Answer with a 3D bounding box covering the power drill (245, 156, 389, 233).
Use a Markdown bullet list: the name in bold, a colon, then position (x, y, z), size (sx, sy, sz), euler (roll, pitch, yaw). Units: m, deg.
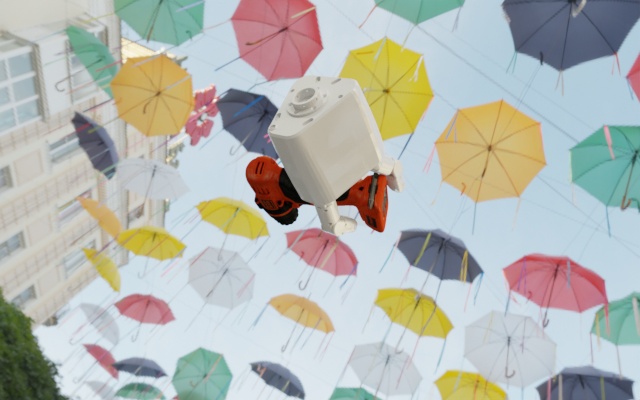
- **power drill**: position (0.001, 0.002, 0.678), size (0.187, 0.057, 0.184), euler (6, -20, 12)
